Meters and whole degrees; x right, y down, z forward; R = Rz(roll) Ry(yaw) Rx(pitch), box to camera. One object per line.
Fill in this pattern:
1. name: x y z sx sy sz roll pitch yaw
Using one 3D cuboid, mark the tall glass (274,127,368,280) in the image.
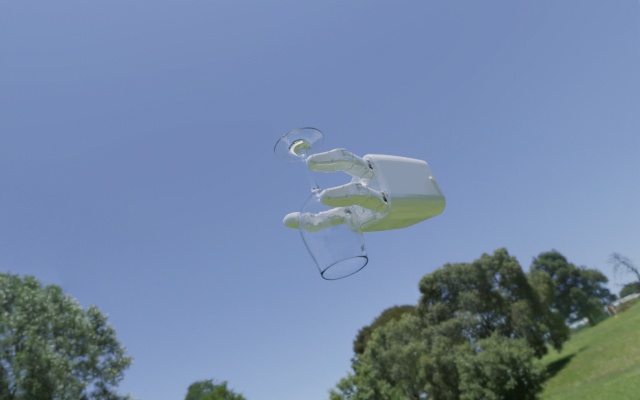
1. tall glass: 0.000 0.002 0.635 0.079 0.201 0.079 -15 -29 -9
